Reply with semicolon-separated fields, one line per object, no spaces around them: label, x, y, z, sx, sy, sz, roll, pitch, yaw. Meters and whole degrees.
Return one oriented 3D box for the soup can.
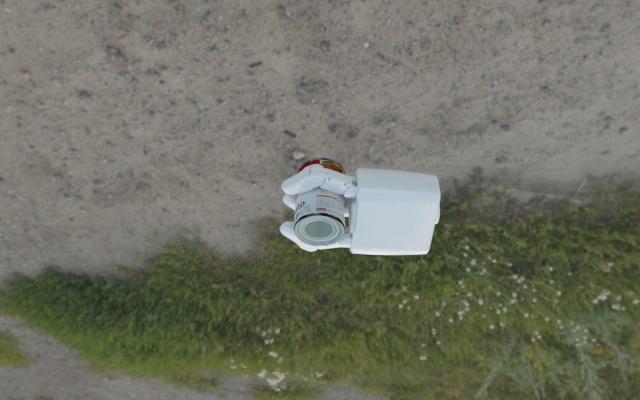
soup can;0.000;0.002;0.638;0.068;0.102;0.069;1;-42;1
